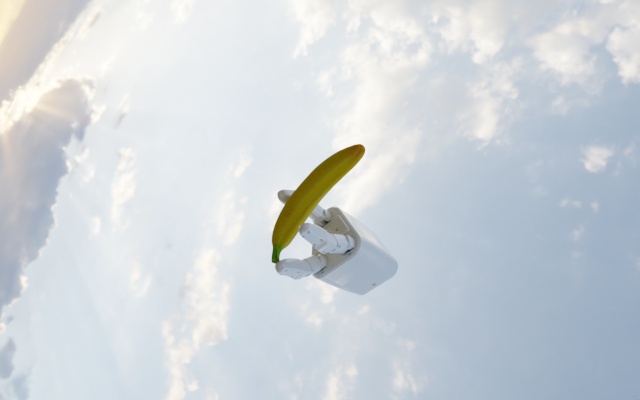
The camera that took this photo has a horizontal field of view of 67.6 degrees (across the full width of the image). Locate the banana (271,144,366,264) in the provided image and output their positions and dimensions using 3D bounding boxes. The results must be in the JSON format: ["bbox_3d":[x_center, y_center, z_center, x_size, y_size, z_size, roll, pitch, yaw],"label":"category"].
[{"bbox_3d":[-0.010,-0.003,0.662,0.037,0.198,0.069,33,6,-37],"label":"banana"}]
